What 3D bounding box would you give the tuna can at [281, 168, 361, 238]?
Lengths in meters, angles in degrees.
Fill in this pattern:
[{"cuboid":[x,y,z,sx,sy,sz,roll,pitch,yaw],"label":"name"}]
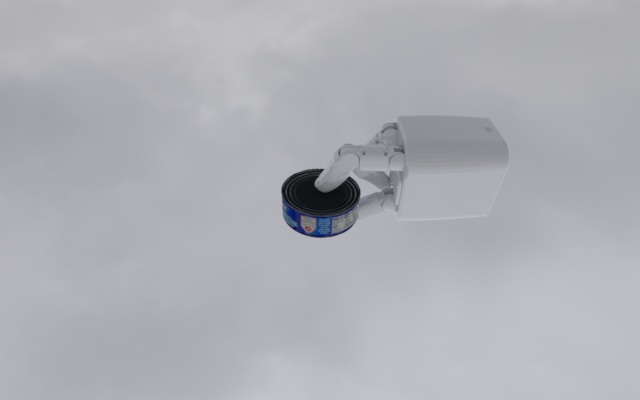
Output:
[{"cuboid":[0.000,0.002,0.523,0.086,0.034,0.086,1,37,-1],"label":"tuna can"}]
